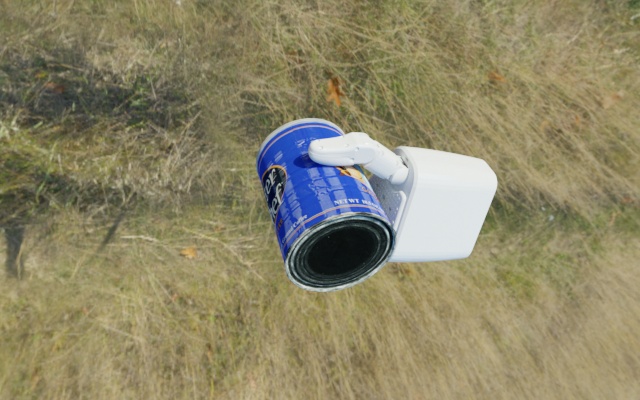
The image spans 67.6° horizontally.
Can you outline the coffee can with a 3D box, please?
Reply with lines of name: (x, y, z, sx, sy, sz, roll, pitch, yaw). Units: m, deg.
coffee can: (0.000, 0.001, 0.464, 0.103, 0.103, 0.140, 0, 43, -22)
